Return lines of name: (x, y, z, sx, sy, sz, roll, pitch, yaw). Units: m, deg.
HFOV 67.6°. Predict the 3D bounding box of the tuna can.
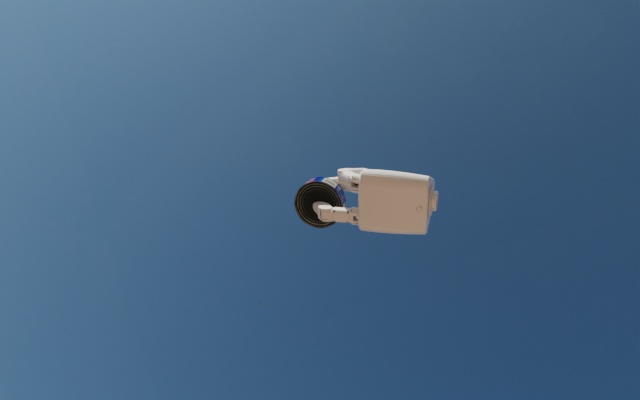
tuna can: (0.000, 0.003, 0.833, 0.086, 0.086, 0.033, 0, 19, 17)
